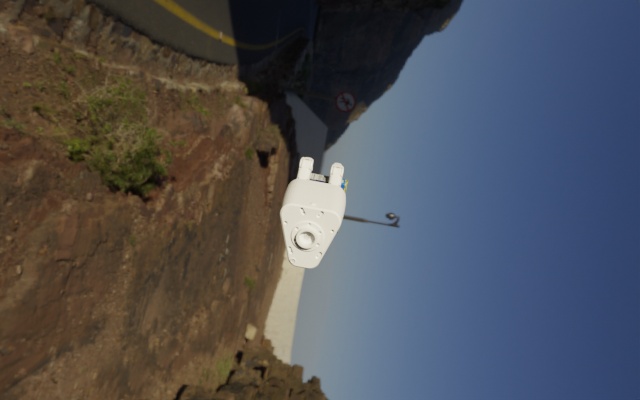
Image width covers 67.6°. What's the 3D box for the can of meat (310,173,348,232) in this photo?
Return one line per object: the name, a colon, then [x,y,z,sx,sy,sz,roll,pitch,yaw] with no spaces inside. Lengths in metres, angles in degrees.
can of meat: [0.000,0.003,0.864,0.084,0.102,0.057,11,19,1]
